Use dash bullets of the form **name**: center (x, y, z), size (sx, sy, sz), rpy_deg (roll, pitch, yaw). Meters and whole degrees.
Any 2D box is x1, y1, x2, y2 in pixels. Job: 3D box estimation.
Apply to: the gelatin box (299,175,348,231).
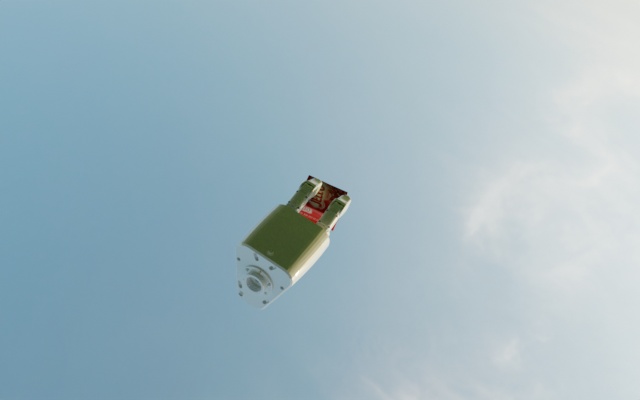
- **gelatin box**: center (0.000, 0.003, 0.778), size (0.073, 0.030, 0.089), rpy_deg (24, 33, 0)
